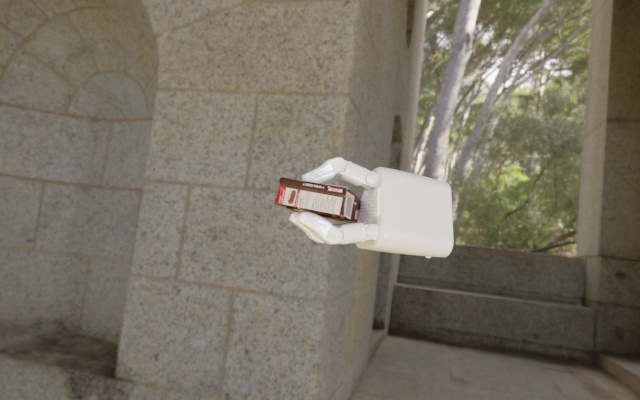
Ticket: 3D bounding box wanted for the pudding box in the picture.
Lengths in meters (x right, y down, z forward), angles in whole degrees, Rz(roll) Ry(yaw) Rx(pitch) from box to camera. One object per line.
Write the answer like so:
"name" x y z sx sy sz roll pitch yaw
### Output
"pudding box" 0.000 0.002 0.625 0.090 0.039 0.113 9 -7 14
